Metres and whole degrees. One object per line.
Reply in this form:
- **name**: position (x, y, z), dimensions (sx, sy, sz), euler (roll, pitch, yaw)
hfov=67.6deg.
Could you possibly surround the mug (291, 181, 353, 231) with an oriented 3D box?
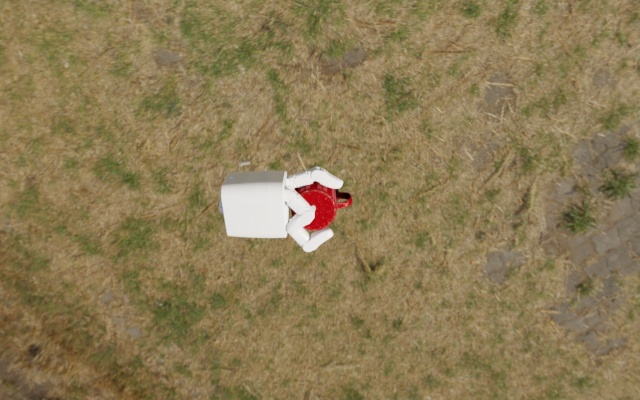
- **mug**: position (0.002, 0.003, 0.873), dimensions (0.117, 0.093, 0.081), euler (-1, 22, 0)
